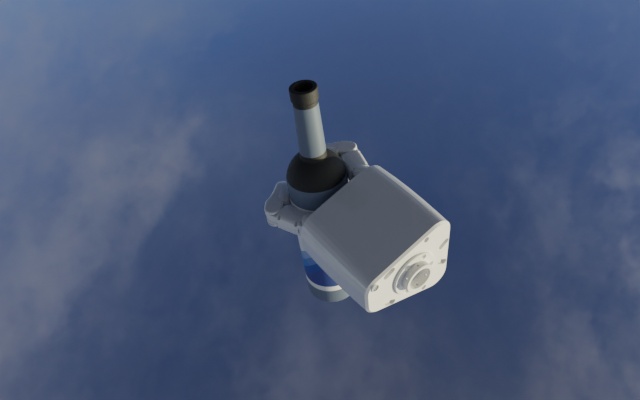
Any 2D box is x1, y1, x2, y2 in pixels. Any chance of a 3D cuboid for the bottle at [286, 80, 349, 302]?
[{"bbox_3d":[0.000,0.002,0.541,0.069,0.296,0.069,-5,43,4],"label":"bottle"}]
